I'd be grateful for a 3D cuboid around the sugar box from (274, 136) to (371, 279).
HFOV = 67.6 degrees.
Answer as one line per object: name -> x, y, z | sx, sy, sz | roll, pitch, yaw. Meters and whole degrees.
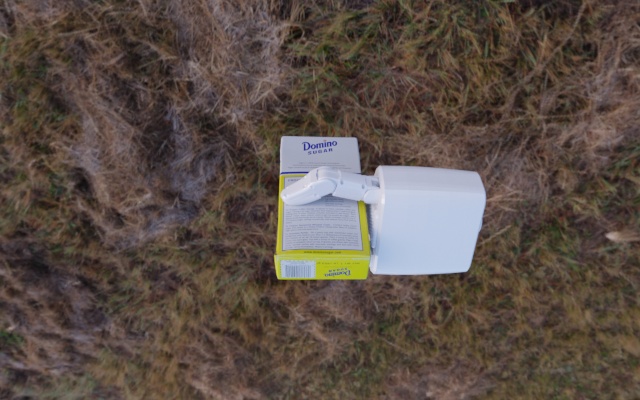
sugar box -> 0.000, 0.002, 0.523 | 0.093, 0.176, 0.048 | 1, -45, -2
